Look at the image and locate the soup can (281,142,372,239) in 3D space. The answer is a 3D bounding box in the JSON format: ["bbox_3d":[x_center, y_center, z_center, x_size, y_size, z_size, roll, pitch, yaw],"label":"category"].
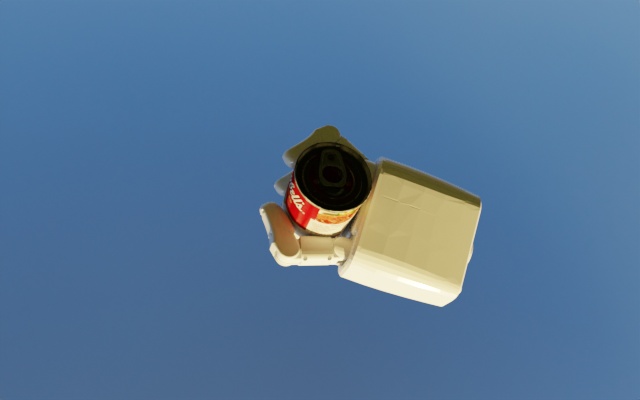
[{"bbox_3d":[-0.001,0.002,0.444,0.068,0.068,0.102,0,-26,-15],"label":"soup can"}]
